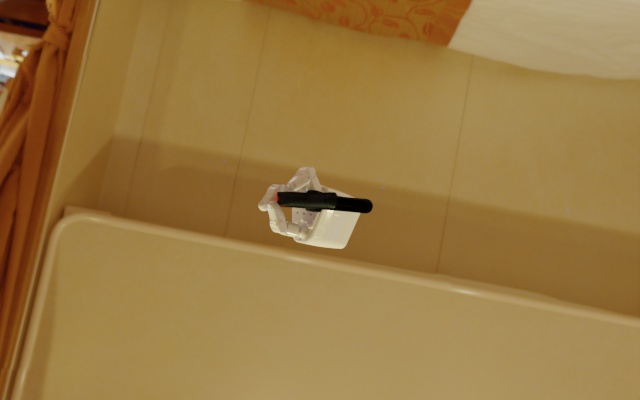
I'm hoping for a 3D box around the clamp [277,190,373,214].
[{"bbox_3d":[0.000,0.003,0.811,0.171,0.039,0.120,6,-8,45],"label":"clamp"}]
